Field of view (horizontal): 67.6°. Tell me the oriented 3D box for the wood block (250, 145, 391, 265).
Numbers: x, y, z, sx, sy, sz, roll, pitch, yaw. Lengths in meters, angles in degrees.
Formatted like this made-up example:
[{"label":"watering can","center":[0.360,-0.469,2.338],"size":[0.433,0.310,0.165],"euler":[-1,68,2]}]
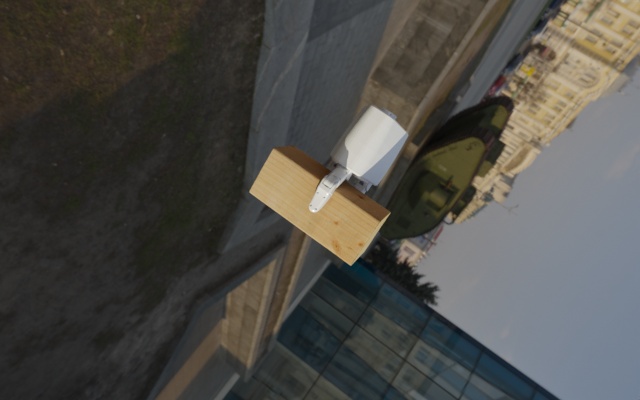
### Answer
[{"label":"wood block","center":[0.000,0.002,0.792],"size":[0.206,0.090,0.091],"euler":[35,17,11]}]
